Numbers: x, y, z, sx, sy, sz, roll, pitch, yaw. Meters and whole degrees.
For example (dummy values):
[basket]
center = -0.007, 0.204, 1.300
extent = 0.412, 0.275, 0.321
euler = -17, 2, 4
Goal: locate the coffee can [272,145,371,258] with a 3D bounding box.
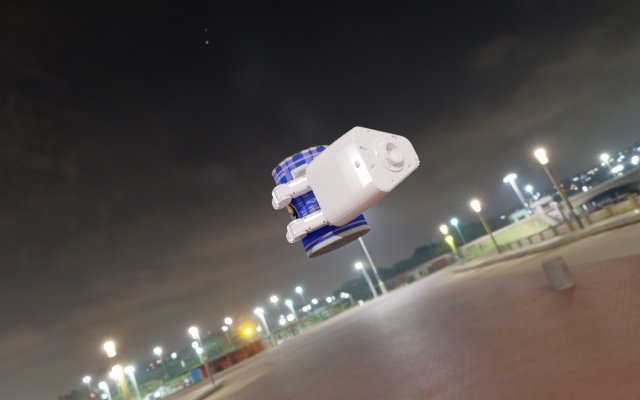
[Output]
[coffee can]
center = 0.000, 0.003, 0.724
extent = 0.103, 0.140, 0.103
euler = -23, -12, -5
